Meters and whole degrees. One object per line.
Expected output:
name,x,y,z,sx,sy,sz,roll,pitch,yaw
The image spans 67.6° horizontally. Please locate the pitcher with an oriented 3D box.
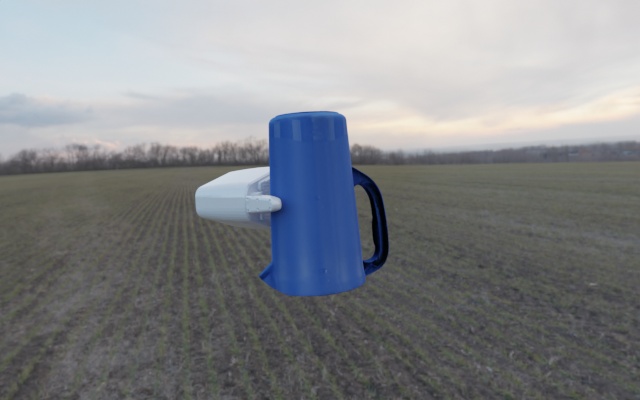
pitcher,0.000,0.002,0.668,0.145,0.243,0.149,-1,5,33
